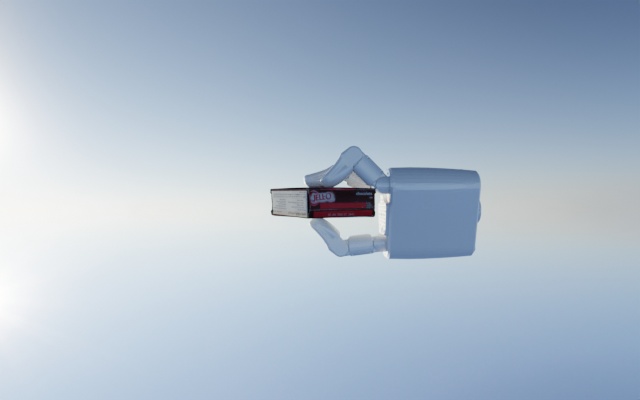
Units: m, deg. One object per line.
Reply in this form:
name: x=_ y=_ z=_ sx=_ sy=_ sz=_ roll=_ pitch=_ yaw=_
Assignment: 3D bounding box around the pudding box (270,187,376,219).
pudding box: x=0.000 y=0.002 z=0.581 sx=0.090 sy=0.039 sz=0.113 roll=0 pitch=-1 yaw=-28
